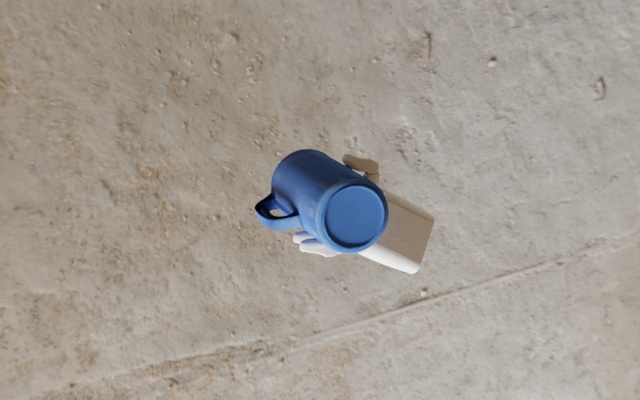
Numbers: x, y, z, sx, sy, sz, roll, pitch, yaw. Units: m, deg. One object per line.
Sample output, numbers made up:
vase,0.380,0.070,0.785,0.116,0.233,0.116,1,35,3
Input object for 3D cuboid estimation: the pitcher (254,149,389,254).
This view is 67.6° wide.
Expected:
pitcher,0.000,0.002,0.746,0.145,0.149,0.242,25,4,-21
